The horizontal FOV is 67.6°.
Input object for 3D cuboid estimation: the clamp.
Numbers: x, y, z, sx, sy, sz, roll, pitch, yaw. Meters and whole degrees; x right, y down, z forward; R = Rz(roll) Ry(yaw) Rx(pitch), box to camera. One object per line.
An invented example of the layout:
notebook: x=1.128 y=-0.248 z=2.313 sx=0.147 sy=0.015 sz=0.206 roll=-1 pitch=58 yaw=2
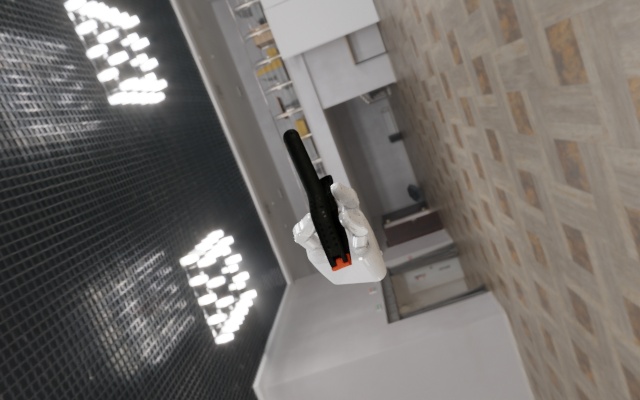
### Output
clamp: x=0.000 y=0.003 z=0.708 sx=0.036 sy=0.209 sz=0.165 roll=-24 pitch=-38 yaw=13
